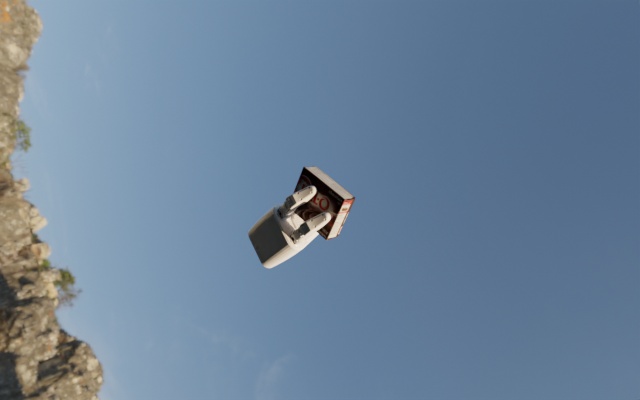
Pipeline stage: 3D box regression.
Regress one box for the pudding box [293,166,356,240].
[{"bbox_3d":[0.000,0.003,0.871,0.113,0.090,0.039,38,31,28],"label":"pudding box"}]
